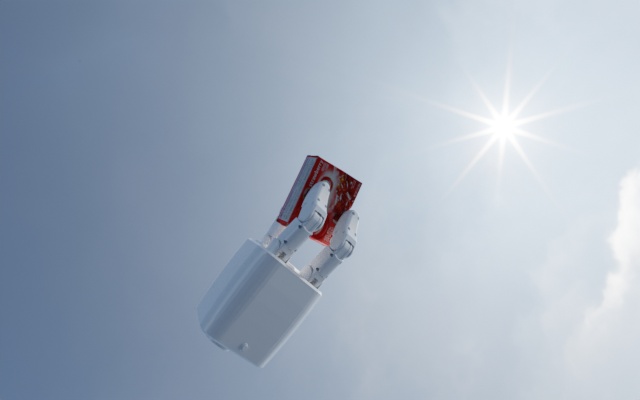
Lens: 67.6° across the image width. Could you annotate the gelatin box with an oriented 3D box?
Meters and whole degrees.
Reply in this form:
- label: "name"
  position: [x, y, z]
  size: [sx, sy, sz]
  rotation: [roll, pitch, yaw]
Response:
- label: "gelatin box"
  position: [0.000, 0.001, 0.563]
  size: [0.073, 0.089, 0.030]
  rotation: [29, -8, -32]
